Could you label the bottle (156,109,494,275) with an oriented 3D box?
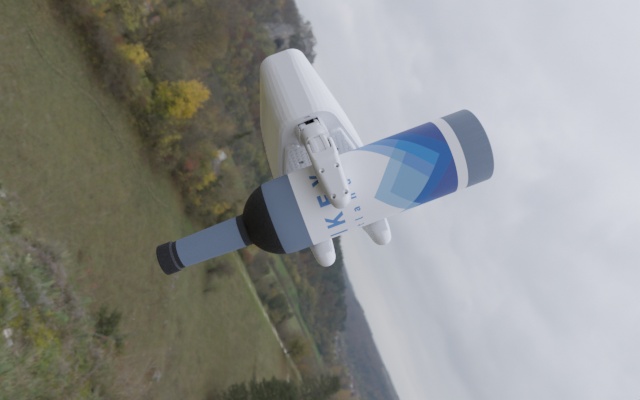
[{"bbox_3d":[0.000,0.001,0.421,0.296,0.069,0.069,-20,0,-1],"label":"bottle"}]
